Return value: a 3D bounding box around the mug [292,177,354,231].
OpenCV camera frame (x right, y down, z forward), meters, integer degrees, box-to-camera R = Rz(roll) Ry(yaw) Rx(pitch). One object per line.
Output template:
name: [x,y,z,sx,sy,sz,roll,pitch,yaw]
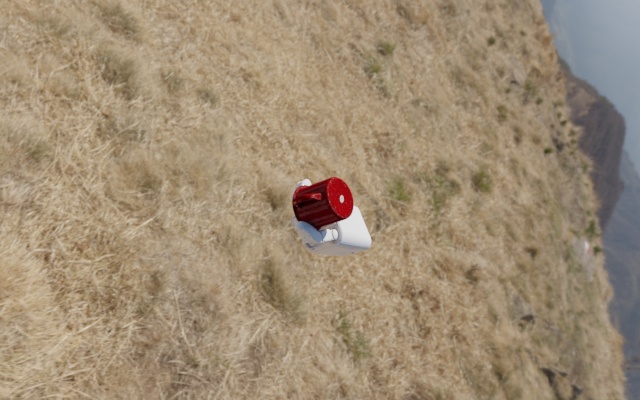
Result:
mug: [-0.001,0.003,0.881,0.081,0.093,0.117,-19,-21,37]
